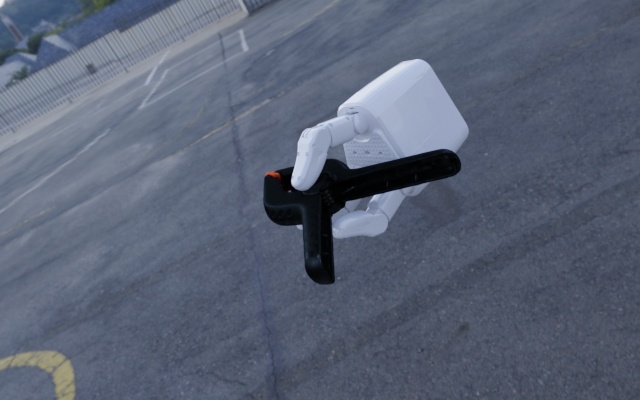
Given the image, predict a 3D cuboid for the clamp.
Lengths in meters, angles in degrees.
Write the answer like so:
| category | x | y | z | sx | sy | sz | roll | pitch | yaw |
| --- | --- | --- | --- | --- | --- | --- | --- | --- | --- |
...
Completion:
| category | x | y | z | sx | sy | sz | roll | pitch | yaw |
| --- | --- | --- | --- | --- | --- | --- | --- | --- | --- |
| clamp | 0.000 | 0.001 | 0.441 | 0.164 | 0.036 | 0.210 | -41 | 29 | -29 |
